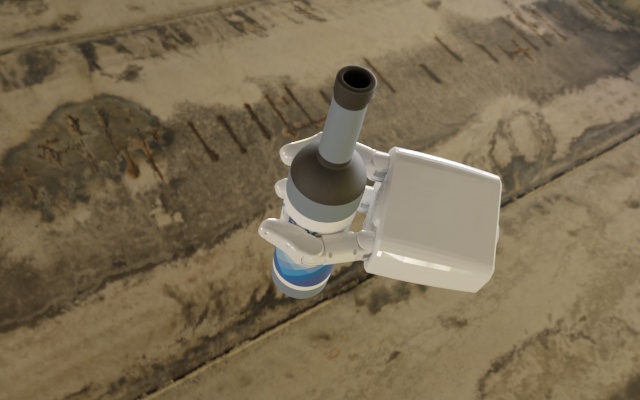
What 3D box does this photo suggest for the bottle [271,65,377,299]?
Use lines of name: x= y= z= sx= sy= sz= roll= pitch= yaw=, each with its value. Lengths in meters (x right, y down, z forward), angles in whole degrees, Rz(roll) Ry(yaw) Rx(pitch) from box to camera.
bottle: x=0.000 y=0.002 z=0.433 sx=0.069 sy=0.069 sz=0.296 roll=0 pitch=-34 yaw=-11
